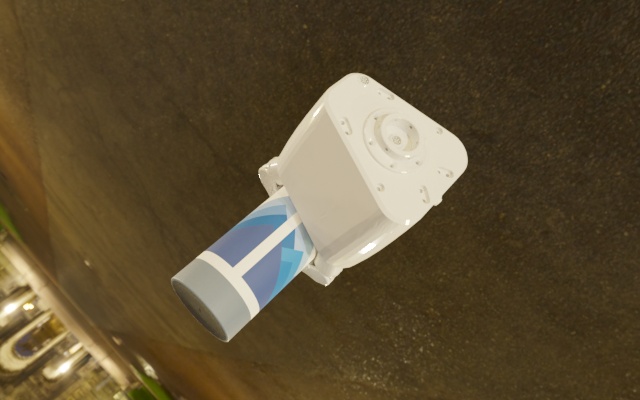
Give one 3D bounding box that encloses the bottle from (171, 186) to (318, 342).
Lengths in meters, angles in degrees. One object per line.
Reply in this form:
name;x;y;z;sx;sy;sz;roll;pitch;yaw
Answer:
bottle;0.000;0.002;0.446;0.295;0.069;0.069;-42;24;-30
